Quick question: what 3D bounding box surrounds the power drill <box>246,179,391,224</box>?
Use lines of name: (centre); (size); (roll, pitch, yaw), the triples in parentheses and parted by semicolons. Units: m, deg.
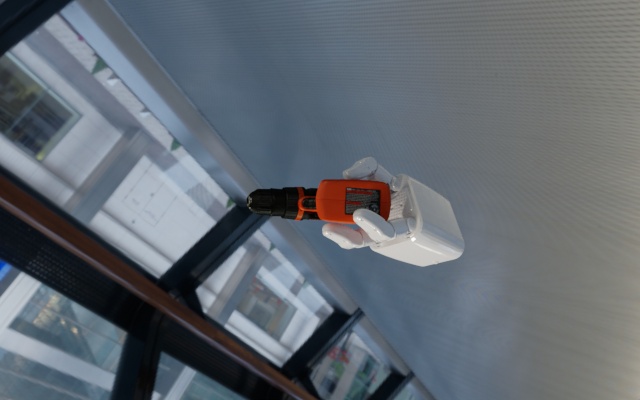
power drill: (0.001, 0.002, 0.682); (0.184, 0.057, 0.187); (1, -1, -20)
